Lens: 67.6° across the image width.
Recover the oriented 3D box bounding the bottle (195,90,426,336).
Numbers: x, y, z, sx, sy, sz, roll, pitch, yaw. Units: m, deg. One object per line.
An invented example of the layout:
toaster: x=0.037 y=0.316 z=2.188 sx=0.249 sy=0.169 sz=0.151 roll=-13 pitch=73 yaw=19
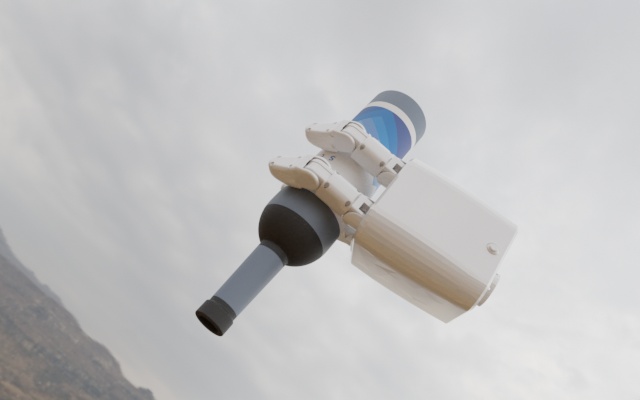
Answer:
bottle: x=0.000 y=0.001 z=0.435 sx=0.069 sy=0.069 sz=0.295 roll=0 pitch=38 yaw=46
